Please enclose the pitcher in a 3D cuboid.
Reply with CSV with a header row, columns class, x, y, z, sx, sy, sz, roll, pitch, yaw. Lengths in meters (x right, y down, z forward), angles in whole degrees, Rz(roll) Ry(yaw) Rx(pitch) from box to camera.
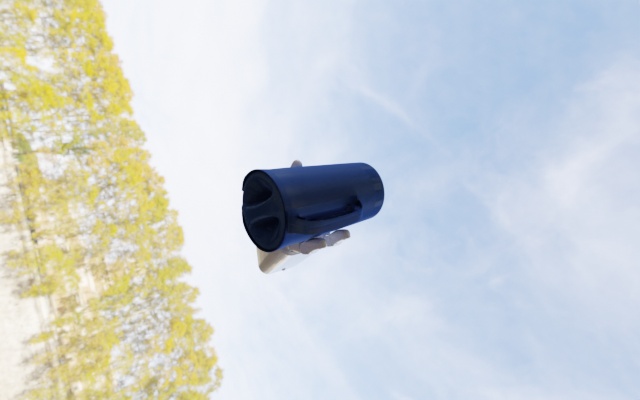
class,x,y,z,sx,sy,sz,roll,pitch,yaw
pitcher,0.000,0.003,0.815,0.243,0.149,0.145,-12,-23,-38
